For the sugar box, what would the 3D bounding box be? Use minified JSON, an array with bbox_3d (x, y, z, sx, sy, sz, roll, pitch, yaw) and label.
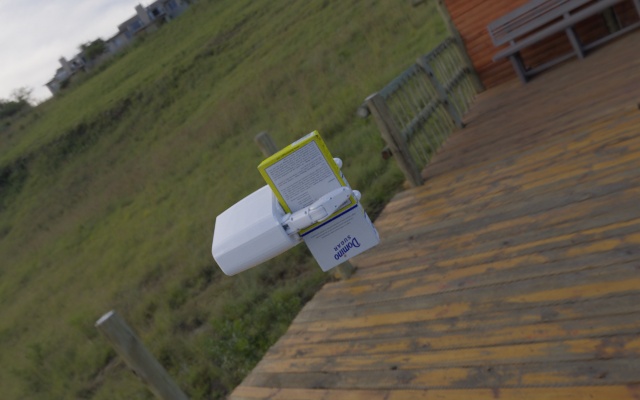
[{"bbox_3d":[0.000,0.002,0.664,0.093,0.176,0.048,-29,14,11],"label":"sugar box"}]
